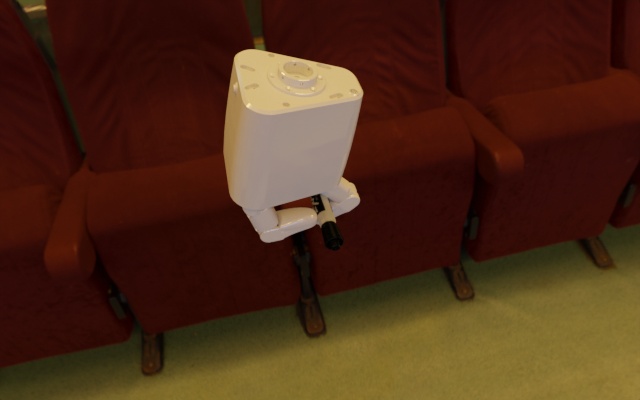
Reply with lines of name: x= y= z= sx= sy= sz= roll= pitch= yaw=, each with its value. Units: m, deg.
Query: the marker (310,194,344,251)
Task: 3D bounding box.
marker: x=0.000 y=0.002 z=0.493 sx=0.020 sy=0.121 sz=0.020 roll=-11 pitch=-41 yaw=-9
